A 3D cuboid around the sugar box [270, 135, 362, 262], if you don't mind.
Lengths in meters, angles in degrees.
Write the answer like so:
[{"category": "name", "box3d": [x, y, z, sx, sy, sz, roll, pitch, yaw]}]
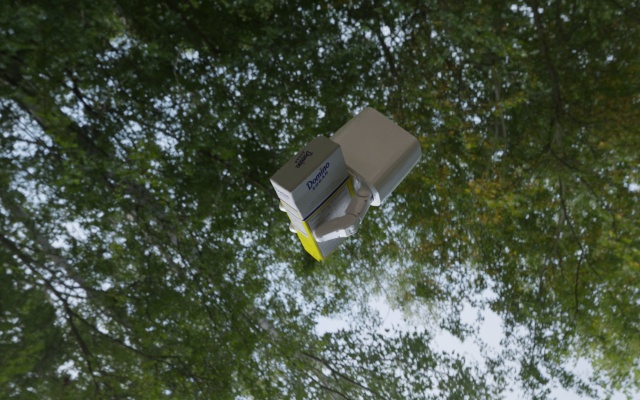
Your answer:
[{"category": "sugar box", "box3d": [0.000, 0.002, 0.657, 0.048, 0.093, 0.176, 33, -22, 35]}]
